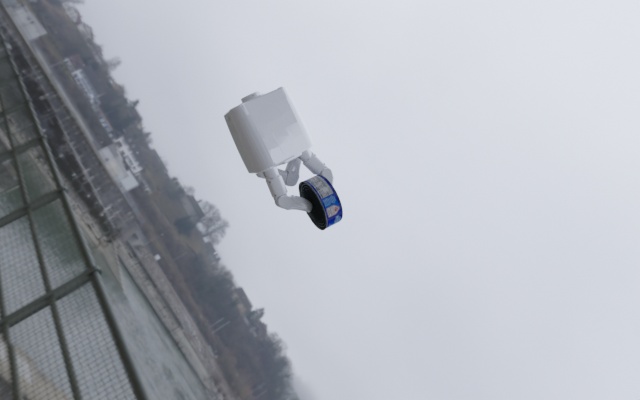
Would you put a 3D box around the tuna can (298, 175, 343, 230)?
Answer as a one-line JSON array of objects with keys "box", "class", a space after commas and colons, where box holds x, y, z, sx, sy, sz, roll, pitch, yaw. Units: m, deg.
[{"box": [0.001, 0.002, 0.770, 0.033, 0.086, 0.086, -26, 9, -19], "class": "tuna can"}]
